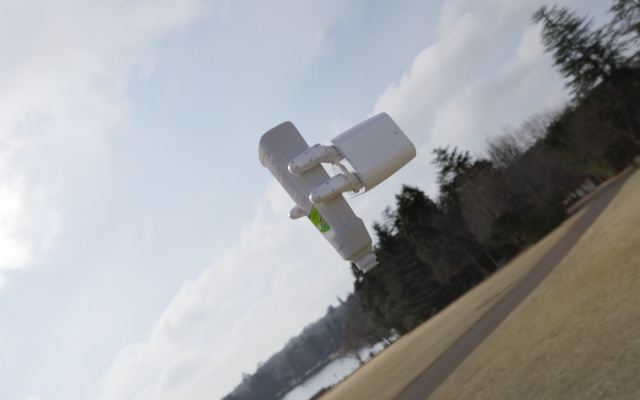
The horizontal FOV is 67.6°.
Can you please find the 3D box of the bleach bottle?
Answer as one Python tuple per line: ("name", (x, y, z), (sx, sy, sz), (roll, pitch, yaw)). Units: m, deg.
("bleach bottle", (0.000, 0.002, 0.722), (0.068, 0.250, 0.103), (-33, -15, -16))
